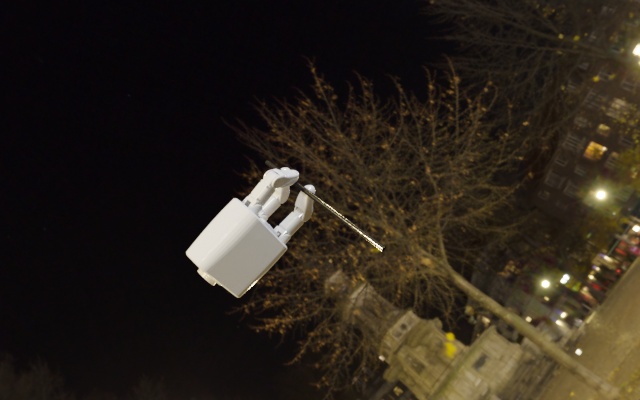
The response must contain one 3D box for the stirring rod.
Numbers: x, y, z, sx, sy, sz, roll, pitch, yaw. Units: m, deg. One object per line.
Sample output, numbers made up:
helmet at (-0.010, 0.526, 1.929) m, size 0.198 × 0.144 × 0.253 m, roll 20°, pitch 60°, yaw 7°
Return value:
stirring rod at (0.000, 0.002, 0.693) m, size 0.239 × 0.011 × 0.011 m, roll 37°, pitch 20°, yaw 29°
